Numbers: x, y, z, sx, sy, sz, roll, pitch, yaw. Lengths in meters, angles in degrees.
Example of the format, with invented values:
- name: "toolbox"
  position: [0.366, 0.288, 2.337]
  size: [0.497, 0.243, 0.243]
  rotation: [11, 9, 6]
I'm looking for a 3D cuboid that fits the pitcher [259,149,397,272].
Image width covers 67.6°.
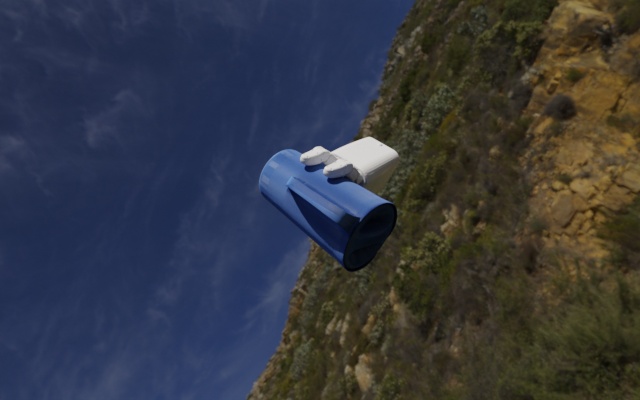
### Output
- name: "pitcher"
  position: [0.000, 0.003, 0.835]
  size: [0.145, 0.149, 0.242]
  rotation: [-29, 50, -36]
